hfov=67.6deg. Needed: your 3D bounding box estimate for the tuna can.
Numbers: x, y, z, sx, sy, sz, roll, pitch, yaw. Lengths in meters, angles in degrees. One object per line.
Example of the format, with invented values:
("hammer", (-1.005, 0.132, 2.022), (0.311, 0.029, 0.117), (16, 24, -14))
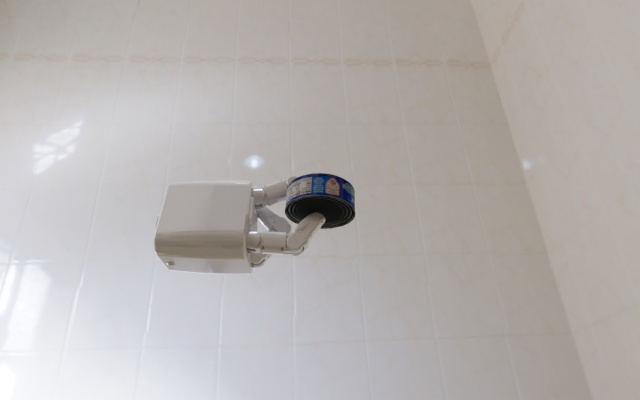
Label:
("tuna can", (0.000, 0.001, 0.585), (0.086, 0.033, 0.086), (2, -29, 1))
